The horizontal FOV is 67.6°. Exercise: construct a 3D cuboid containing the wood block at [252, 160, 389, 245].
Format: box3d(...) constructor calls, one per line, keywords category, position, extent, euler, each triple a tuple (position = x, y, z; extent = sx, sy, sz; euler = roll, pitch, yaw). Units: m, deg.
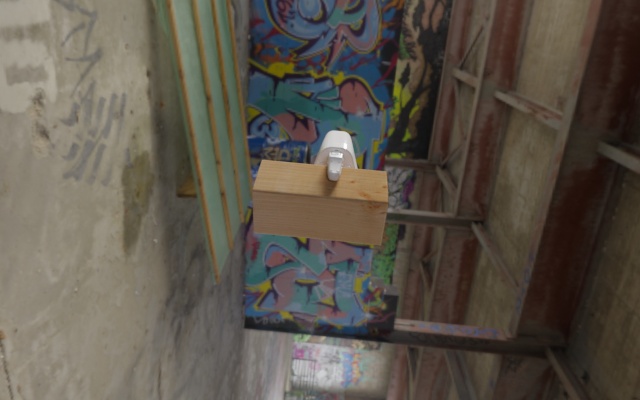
box3d(category="wood block", position=(0.000, 0.002, 0.772), extent=(0.206, 0.091, 0.090), euler=(5, 38, 2))
